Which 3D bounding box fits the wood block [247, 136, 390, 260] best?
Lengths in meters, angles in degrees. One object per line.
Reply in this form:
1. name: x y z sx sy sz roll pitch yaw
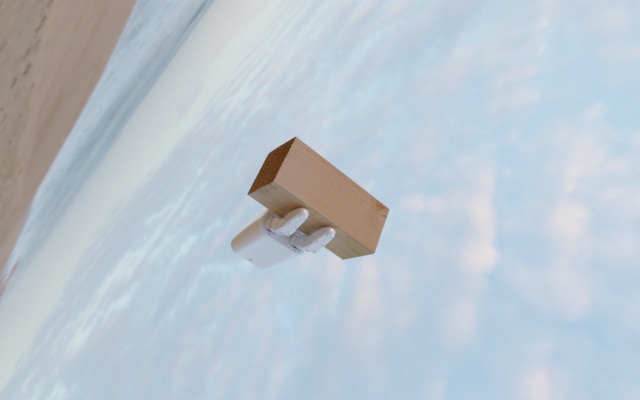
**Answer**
1. wood block: 0.000 0.002 0.775 0.206 0.090 0.090 36 -31 -23
